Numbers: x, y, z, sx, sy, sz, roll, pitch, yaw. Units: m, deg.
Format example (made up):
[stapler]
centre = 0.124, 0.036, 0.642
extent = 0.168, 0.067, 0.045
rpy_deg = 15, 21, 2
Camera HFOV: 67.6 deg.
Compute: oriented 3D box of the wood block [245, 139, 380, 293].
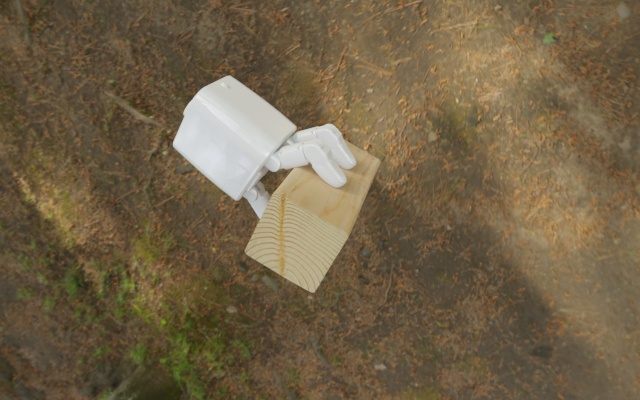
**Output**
[wood block]
centre = 0.000, 0.002, 0.583
extent = 0.090, 0.091, 0.206
rpy_deg = 30, 31, 1
